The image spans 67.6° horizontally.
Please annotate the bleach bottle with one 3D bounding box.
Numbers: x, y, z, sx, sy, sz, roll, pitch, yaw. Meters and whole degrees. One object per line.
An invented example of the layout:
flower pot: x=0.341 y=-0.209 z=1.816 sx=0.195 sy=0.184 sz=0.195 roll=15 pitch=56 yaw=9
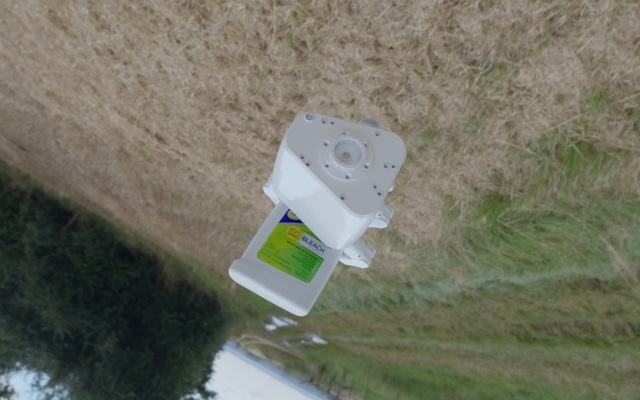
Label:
bleach bottle: x=0.000 y=0.002 z=0.563 sx=0.102 sy=0.250 sz=0.068 roll=29 pitch=-21 yaw=0
